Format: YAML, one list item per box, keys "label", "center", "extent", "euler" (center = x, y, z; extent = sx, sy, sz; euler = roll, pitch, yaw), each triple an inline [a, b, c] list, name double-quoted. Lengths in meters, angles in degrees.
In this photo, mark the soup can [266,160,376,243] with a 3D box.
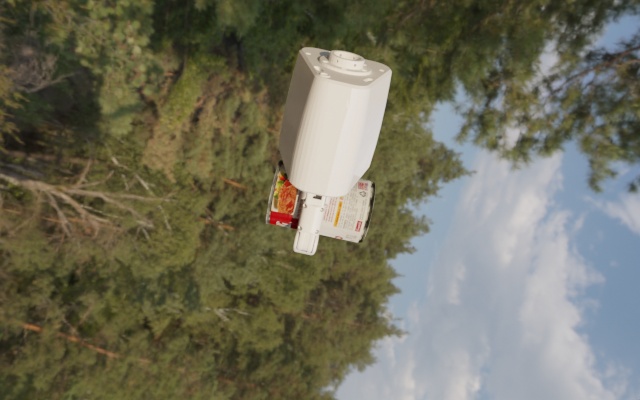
- label: "soup can"
  center: [0.000, 0.002, 0.499]
  extent: [0.102, 0.068, 0.068]
  euler: [12, 0, -2]
